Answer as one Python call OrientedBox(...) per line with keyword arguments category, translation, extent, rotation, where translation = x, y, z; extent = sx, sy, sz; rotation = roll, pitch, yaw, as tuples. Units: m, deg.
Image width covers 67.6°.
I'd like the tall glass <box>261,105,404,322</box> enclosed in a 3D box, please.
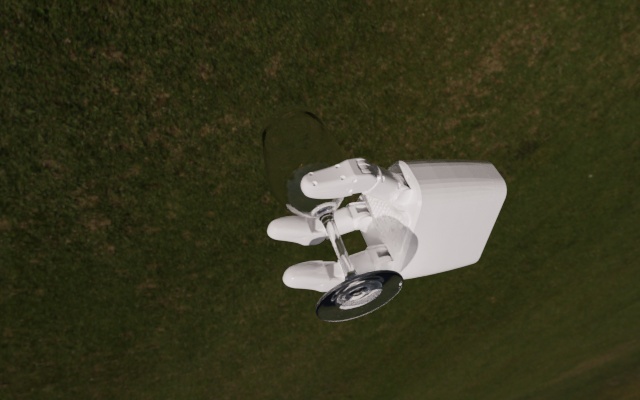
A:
OrientedBox(category="tall glass", translation=(0.000, 0.002, 0.431), extent=(0.079, 0.201, 0.079), rotation=(-15, -35, -11))
